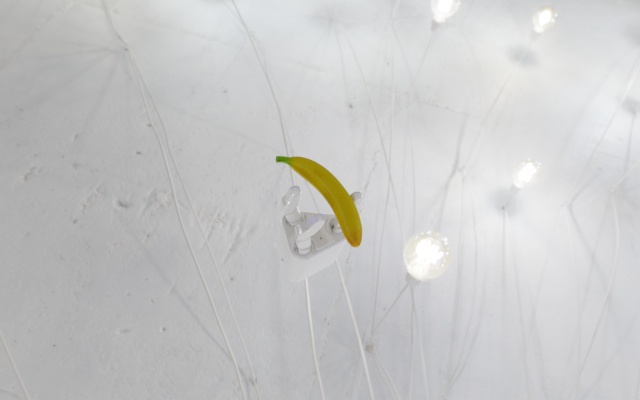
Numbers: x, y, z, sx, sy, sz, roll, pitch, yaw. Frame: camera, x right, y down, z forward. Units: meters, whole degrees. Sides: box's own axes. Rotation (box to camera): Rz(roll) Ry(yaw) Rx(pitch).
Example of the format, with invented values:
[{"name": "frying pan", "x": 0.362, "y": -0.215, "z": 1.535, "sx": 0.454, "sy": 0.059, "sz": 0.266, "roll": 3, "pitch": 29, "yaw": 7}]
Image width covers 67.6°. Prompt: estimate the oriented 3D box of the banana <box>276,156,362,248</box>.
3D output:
[{"name": "banana", "x": 0.011, "y": -0.008, "z": 0.768, "sx": 0.069, "sy": 0.197, "sz": 0.037, "roll": -32, "pitch": -21, "yaw": -32}]
